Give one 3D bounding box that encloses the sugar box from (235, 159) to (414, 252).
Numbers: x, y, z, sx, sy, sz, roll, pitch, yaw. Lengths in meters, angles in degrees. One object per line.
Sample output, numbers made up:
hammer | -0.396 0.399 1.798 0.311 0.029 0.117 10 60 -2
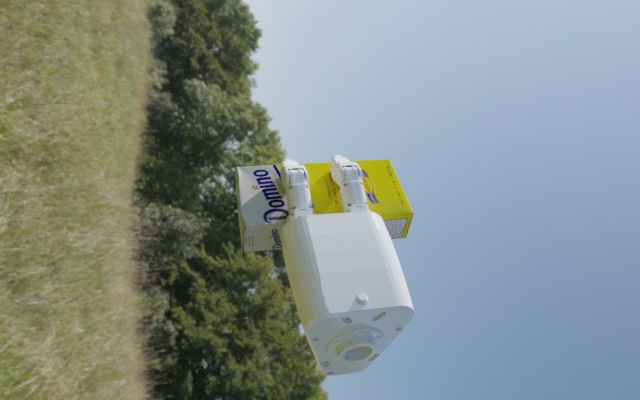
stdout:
sugar box | 0.000 0.001 0.514 0.176 0.048 0.093 -3 45 -14
